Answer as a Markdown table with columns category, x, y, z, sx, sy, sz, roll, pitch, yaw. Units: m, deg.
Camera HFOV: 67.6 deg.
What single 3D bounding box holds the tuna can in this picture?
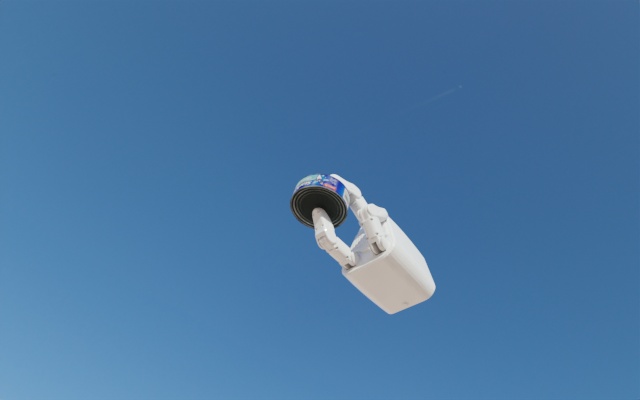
| category | x | y | z | sx | sy | sz | roll | pitch | yaw |
| --- | --- | --- | --- | --- | --- | --- | --- | --- | --- |
| tuna can | 0.000 | 0.002 | 0.707 | 0.086 | 0.086 | 0.033 | 0 | 40 | 15 |
